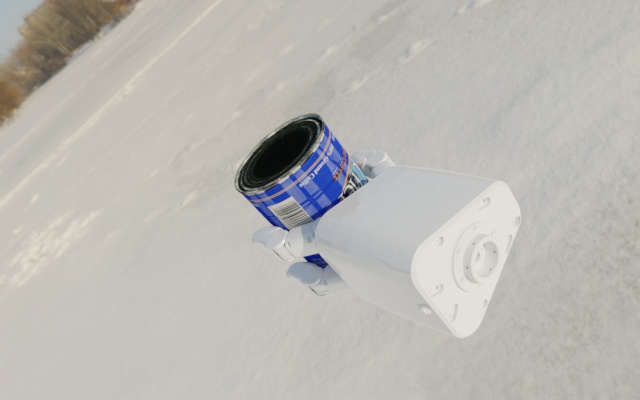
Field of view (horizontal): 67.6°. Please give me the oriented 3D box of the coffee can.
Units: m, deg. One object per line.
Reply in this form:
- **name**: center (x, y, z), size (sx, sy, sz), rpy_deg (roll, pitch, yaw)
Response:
- **coffee can**: center (0.000, 0.002, 0.468), size (0.103, 0.102, 0.140), rpy_deg (0, -41, 49)
